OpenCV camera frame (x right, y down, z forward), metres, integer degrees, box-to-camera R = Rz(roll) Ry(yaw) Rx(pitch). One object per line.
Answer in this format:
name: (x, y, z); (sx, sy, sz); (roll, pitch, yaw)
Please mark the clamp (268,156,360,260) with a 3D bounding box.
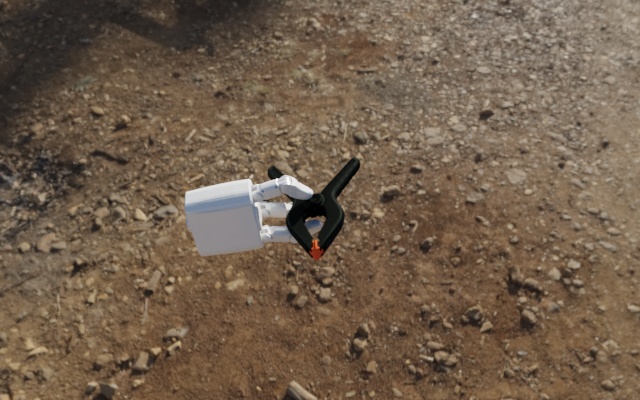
clamp: (0.000, 0.002, 0.788); (0.164, 0.209, 0.036); (-12, -43, 0)
